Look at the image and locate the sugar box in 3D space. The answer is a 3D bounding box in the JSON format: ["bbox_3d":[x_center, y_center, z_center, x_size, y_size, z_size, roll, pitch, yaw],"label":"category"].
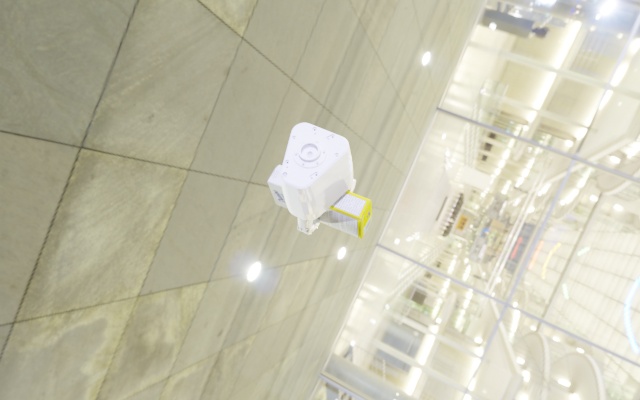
[{"bbox_3d":[0.000,0.002,0.827,0.176,0.048,0.093,24,-22,16],"label":"sugar box"}]
